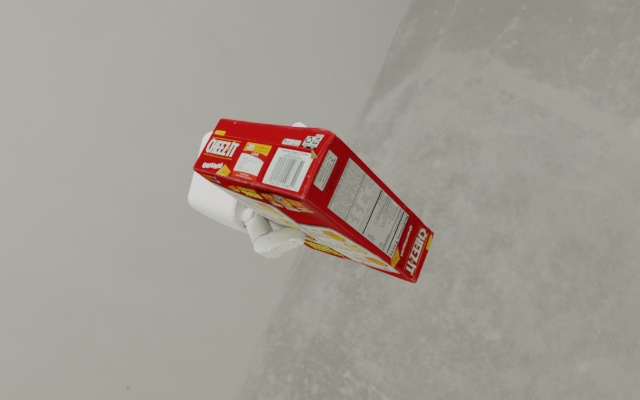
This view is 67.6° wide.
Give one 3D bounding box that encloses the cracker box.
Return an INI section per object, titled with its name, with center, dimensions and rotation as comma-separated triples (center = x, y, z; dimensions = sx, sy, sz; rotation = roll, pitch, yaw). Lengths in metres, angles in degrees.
[cracker box]
center = 0.000, 0.002, 0.503
dimensions = 0.164, 0.072, 0.214
rotation = 14, -17, 42
